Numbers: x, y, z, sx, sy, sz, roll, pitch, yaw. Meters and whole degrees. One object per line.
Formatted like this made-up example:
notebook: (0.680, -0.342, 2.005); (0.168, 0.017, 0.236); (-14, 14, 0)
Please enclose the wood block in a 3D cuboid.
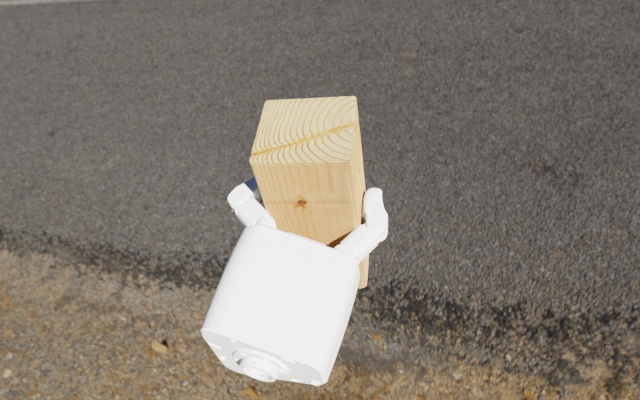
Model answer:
wood block: (0.000, 0.002, 0.505); (0.091, 0.090, 0.206); (0, -40, 10)
